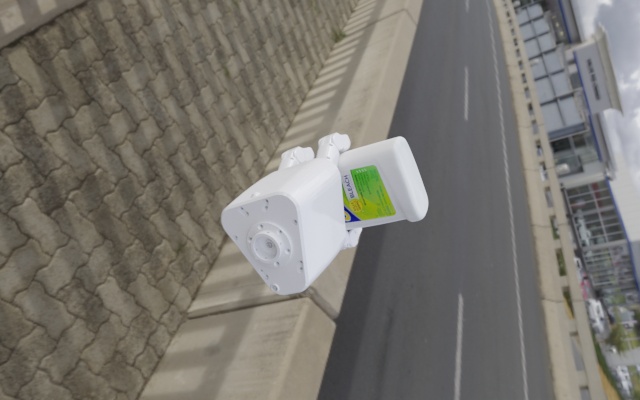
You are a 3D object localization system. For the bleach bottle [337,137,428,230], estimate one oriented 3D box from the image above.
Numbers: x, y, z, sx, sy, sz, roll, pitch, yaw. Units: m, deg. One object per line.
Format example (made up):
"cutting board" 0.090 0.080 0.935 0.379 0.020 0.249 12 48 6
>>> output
"bleach bottle" 0.000 0.002 0.609 0.251 0.102 0.068 -16 14 27
